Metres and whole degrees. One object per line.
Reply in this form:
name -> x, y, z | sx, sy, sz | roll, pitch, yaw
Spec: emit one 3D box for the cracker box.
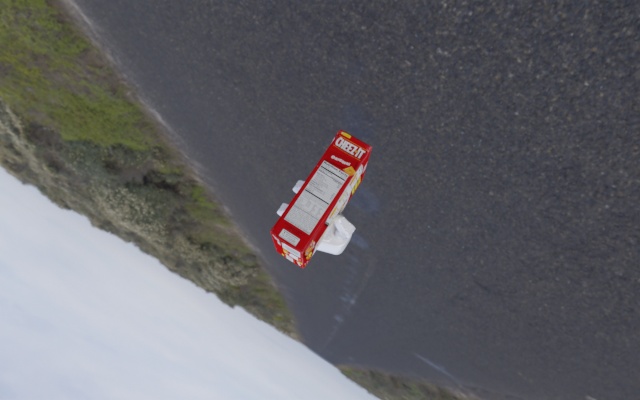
cracker box -> 0.000, 0.003, 0.837 | 0.072, 0.213, 0.164 | 32, -14, 8
